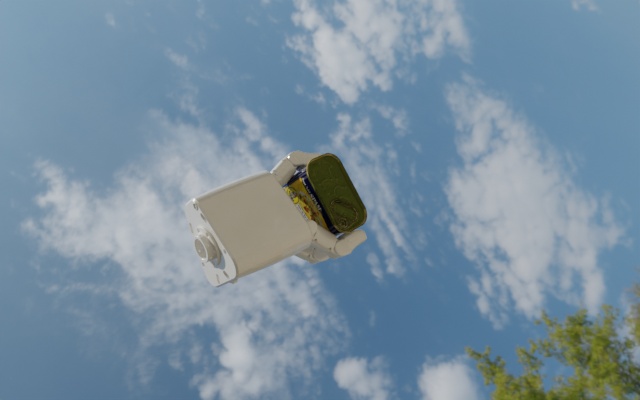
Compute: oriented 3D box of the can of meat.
[{"bbox_3d":[0.000,0.002,0.623,0.057,0.102,0.084,-27,-1,-37],"label":"can of meat"}]
